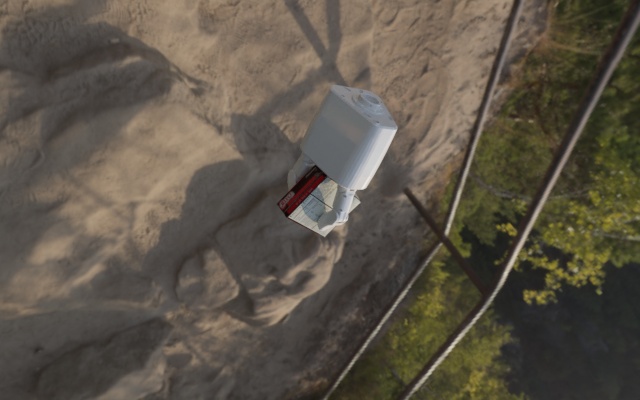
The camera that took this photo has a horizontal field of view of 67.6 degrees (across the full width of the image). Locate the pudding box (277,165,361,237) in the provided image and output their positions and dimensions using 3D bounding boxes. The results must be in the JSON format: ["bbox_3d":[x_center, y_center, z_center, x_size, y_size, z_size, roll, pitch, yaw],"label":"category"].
[{"bbox_3d":[0.000,0.002,0.742,0.113,0.090,0.039,34,16,-50],"label":"pudding box"}]
